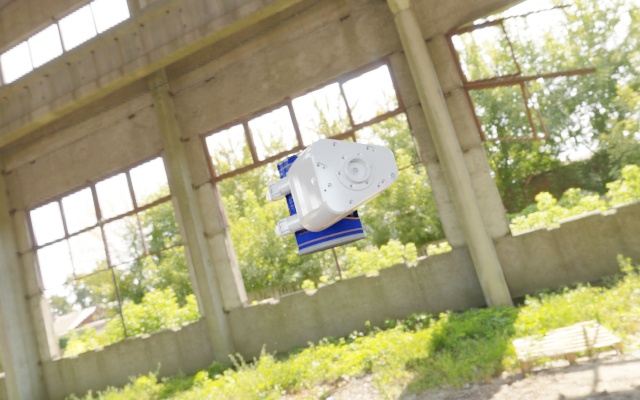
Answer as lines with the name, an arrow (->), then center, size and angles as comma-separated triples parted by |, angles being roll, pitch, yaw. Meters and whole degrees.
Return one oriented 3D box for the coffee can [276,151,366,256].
coffee can -> 0.000, 0.003, 0.719 | 0.103, 0.140, 0.103 | -15, -8, -2
